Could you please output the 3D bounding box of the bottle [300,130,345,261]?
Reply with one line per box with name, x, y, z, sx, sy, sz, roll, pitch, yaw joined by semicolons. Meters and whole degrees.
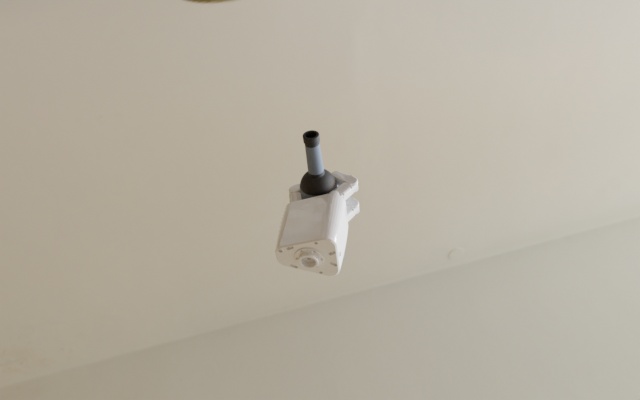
bottle;0.000;0.003;0.873;0.069;0.296;0.069;-5;41;4
